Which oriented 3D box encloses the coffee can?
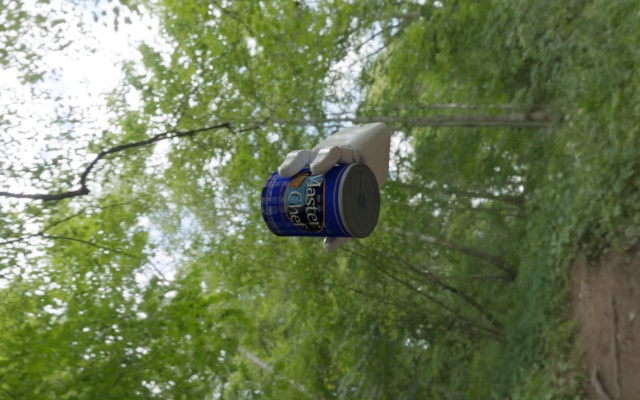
[{"bbox_3d":[0.000,0.002,0.685,0.140,0.103,0.103,-2,-1,35],"label":"coffee can"}]
